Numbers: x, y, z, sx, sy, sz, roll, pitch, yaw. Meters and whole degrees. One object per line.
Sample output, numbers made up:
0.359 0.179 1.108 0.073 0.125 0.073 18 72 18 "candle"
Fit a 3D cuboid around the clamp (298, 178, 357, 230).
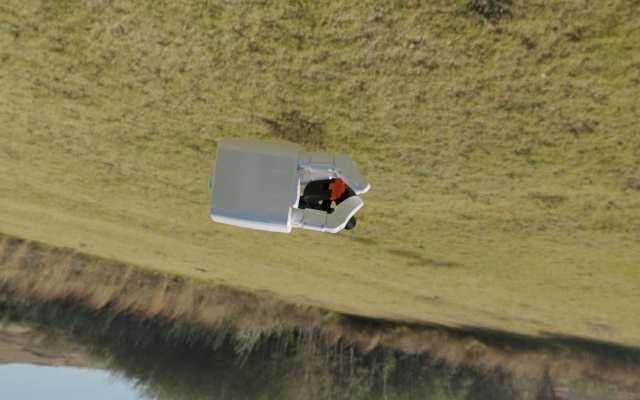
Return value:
0.000 0.003 0.707 0.120 0.039 0.171 8 -20 1 "clamp"
